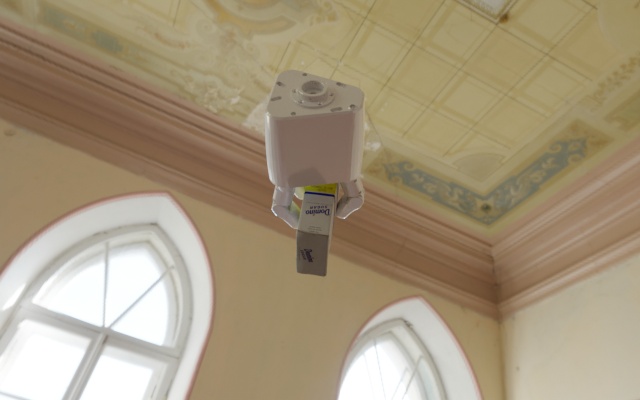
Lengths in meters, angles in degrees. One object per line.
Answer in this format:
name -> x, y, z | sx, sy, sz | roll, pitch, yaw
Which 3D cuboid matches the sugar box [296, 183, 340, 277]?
sugar box -> 0.000, 0.002, 0.640 | 0.048, 0.176, 0.093 | 9, -40, 5
